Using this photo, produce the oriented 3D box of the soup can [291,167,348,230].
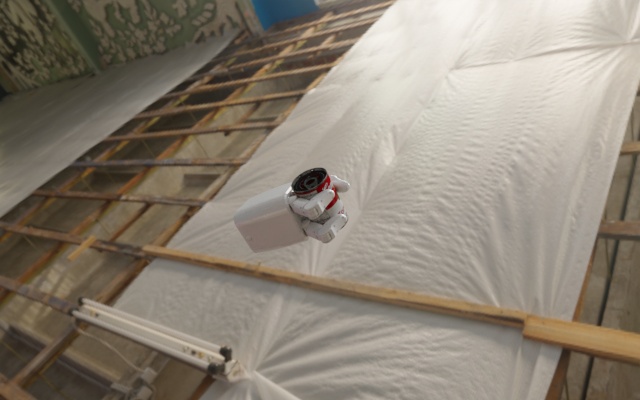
[{"bbox_3d":[0.001,0.003,0.837,0.068,0.102,0.068,-20,31,13],"label":"soup can"}]
